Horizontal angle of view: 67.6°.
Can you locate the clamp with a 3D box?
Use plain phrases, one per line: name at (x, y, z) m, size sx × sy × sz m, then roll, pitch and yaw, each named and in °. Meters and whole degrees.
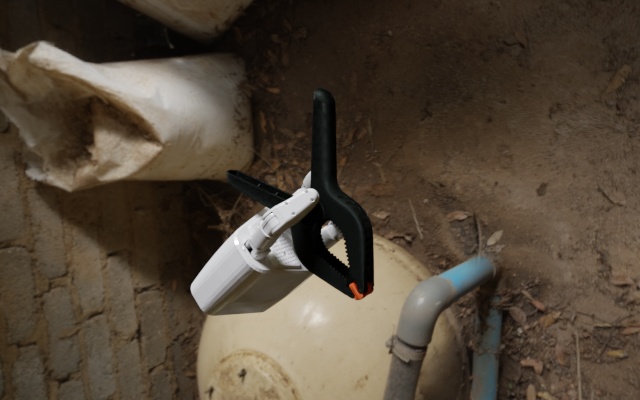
clamp at (0.000, 0.002, 0.497) m, size 0.165 × 0.210 × 0.036 m, roll -44°, pitch -17°, yaw 30°
